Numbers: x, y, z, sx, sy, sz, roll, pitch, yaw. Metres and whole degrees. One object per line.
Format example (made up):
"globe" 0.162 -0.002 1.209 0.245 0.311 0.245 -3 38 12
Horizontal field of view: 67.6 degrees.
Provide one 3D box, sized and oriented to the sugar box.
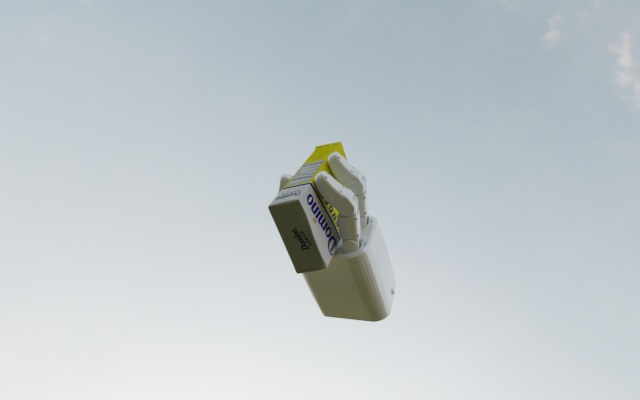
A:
"sugar box" 0.001 0.002 0.593 0.048 0.093 0.176 -12 24 21
